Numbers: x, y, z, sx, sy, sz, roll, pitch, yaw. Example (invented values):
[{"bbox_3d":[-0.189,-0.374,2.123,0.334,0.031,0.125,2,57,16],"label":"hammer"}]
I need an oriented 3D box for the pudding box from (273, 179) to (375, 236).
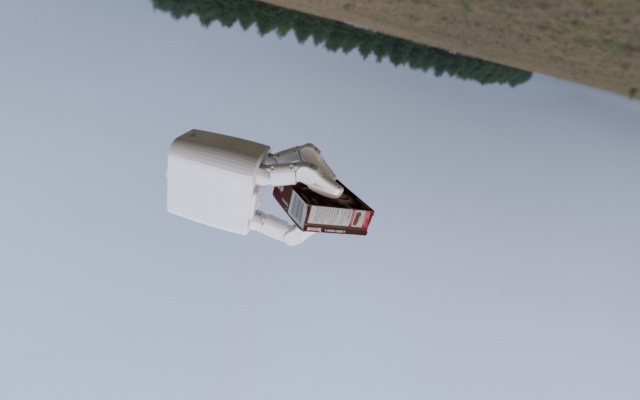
[{"bbox_3d":[0.000,0.002,0.593,0.090,0.039,0.113,5,23,-26],"label":"pudding box"}]
